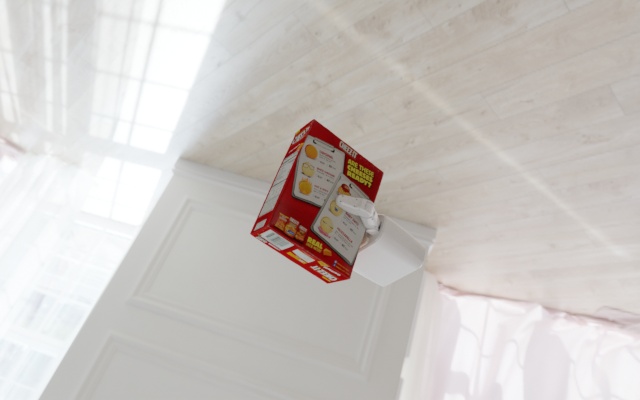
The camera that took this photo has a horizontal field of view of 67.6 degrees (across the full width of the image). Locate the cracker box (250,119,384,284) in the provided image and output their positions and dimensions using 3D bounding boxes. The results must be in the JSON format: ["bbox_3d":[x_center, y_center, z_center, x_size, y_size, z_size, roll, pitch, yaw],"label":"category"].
[{"bbox_3d":[0.000,0.003,0.781,0.164,0.213,0.072,35,-33,-23],"label":"cracker box"}]
